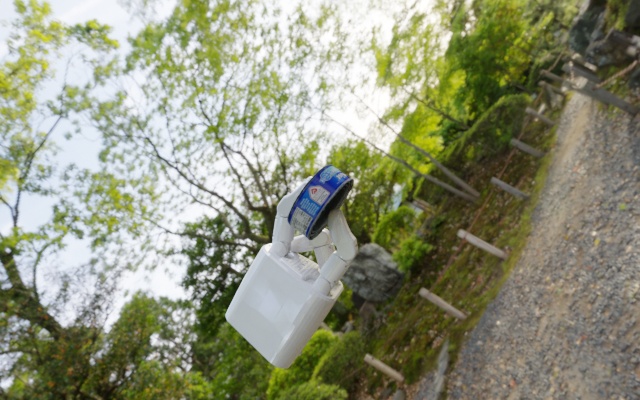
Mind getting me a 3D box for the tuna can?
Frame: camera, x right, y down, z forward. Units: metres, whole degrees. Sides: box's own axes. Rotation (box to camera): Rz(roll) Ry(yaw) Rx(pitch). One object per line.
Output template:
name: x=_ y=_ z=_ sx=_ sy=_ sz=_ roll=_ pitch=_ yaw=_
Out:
tuna can: x=0.000 y=0.001 z=0.548 sx=0.033 sy=0.086 sz=0.086 roll=36 pitch=8 yaw=11
